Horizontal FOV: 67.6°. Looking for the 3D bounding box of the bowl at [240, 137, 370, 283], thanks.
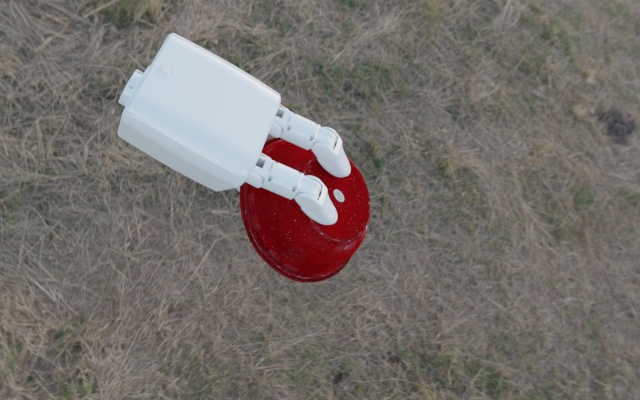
[{"bbox_3d":[0.001,0.002,0.493,0.162,0.162,0.055,0,-12,-41],"label":"bowl"}]
